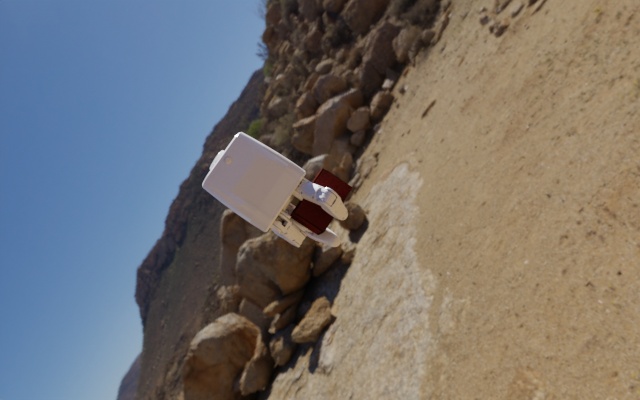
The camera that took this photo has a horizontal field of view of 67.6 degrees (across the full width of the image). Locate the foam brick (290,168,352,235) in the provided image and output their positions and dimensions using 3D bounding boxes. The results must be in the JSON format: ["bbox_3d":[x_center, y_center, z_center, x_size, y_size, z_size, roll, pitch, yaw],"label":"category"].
[{"bbox_3d":[0.000,0.002,0.674,0.051,0.078,0.053,34,-12,-3],"label":"foam brick"}]
